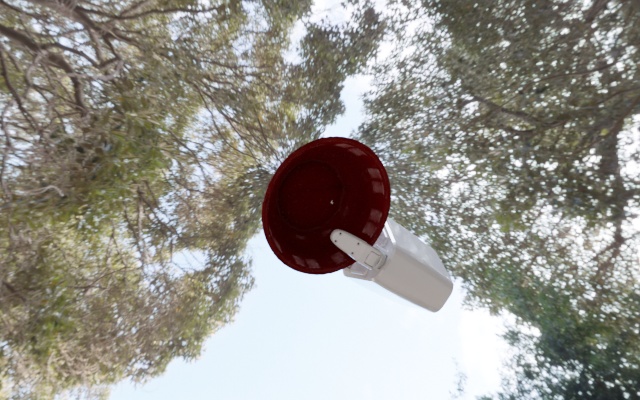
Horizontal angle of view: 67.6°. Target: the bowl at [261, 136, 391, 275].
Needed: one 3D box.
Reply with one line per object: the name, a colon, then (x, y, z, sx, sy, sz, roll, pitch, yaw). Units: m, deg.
bowl: (-0.001, 0.001, 0.554, 0.162, 0.162, 0.055, 0, 16, -27)
